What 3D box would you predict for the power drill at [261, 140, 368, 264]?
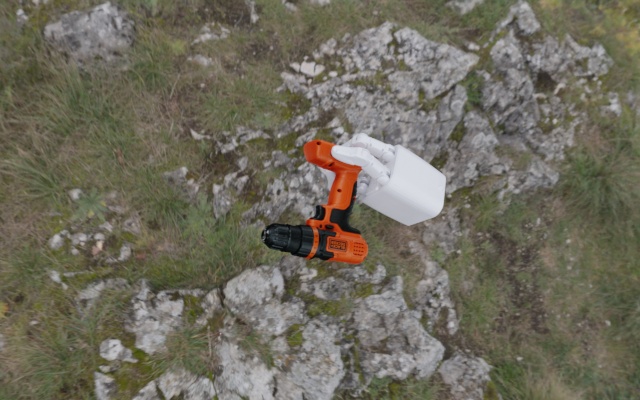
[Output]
[{"bbox_3d":[0.000,0.002,0.769,0.184,0.187,0.057,13,-11,-30],"label":"power drill"}]
